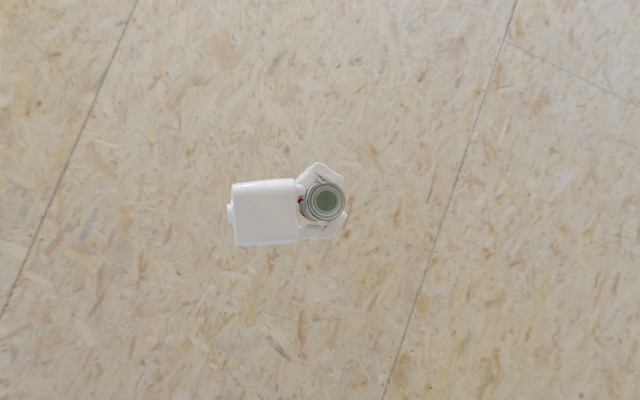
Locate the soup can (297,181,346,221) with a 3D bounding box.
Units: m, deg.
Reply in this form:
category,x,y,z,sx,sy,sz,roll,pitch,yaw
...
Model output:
category,x,y,z,sx,sy,sz,roll,pitch,yaw
soup can,0.001,0.003,0.842,0.068,0.068,0.102,0,-2,-11
